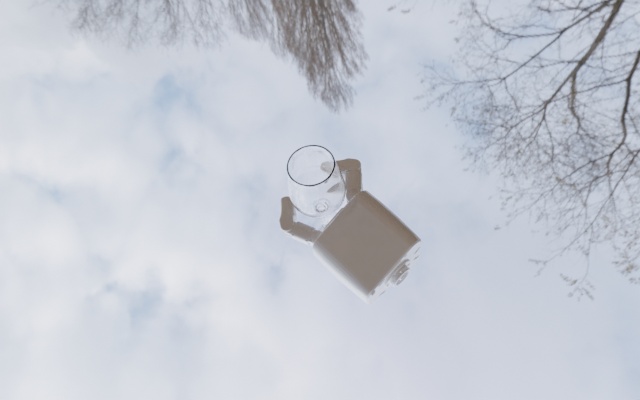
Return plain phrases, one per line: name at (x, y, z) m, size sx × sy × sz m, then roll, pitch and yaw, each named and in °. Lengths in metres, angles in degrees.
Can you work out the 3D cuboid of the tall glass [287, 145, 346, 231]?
tall glass at (0.000, 0.003, 0.684) m, size 0.079 × 0.079 × 0.201 m, roll 0°, pitch -28°, yaw 8°
